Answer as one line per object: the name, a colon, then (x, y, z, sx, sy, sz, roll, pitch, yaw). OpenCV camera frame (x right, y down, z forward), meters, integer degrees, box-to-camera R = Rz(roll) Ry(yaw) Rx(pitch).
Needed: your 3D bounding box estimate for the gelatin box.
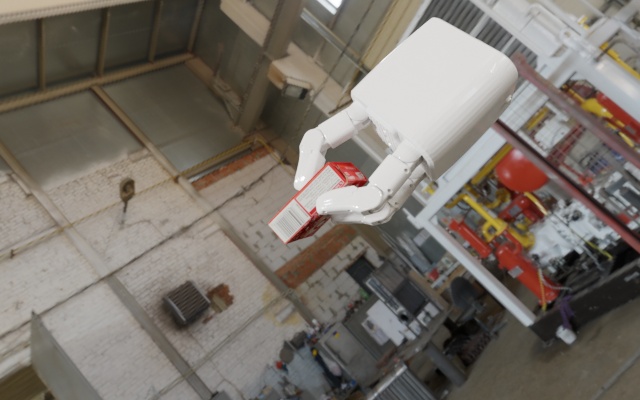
gelatin box: (0.000, 0.001, 0.471, 0.089, 0.030, 0.073, -45, -11, 16)
